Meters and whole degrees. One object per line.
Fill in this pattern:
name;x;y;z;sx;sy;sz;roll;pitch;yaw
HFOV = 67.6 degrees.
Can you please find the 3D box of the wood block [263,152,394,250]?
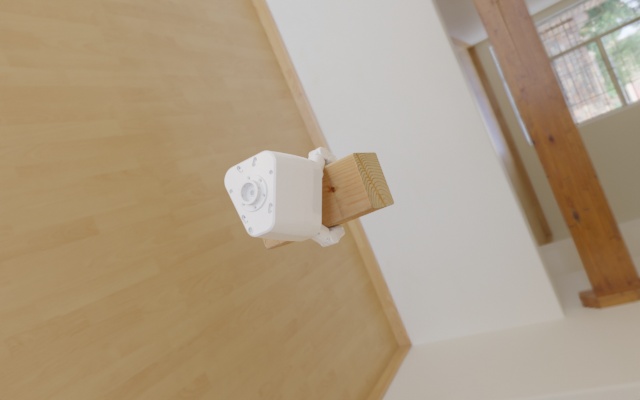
wood block;0.000;0.003;0.780;0.206;0.091;0.090;-22;-6;29
